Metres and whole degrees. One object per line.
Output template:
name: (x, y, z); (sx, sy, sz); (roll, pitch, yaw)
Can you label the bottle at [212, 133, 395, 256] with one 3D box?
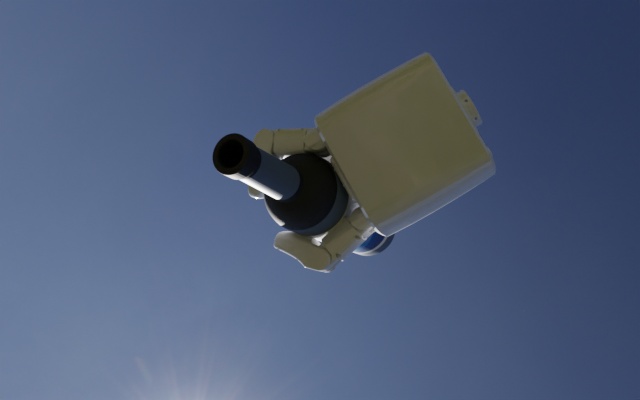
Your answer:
bottle: (0.000, 0.002, 0.429); (0.069, 0.069, 0.296); (0, -12, 23)
